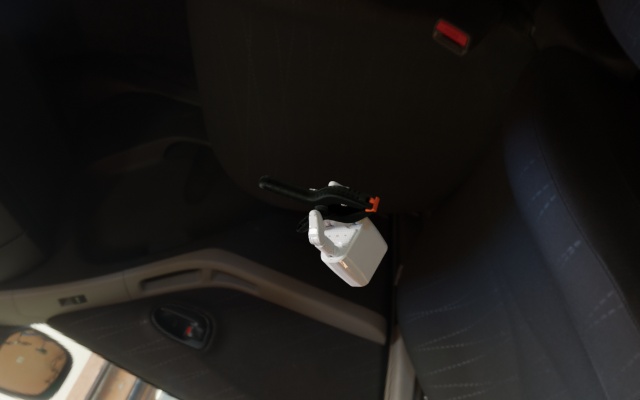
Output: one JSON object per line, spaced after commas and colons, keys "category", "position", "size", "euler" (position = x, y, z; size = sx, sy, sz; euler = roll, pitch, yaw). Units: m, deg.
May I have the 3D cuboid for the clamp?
{"category": "clamp", "position": [0.000, 0.004, 0.852], "size": [0.210, 0.036, 0.165], "euler": [-6, -38, 36]}
